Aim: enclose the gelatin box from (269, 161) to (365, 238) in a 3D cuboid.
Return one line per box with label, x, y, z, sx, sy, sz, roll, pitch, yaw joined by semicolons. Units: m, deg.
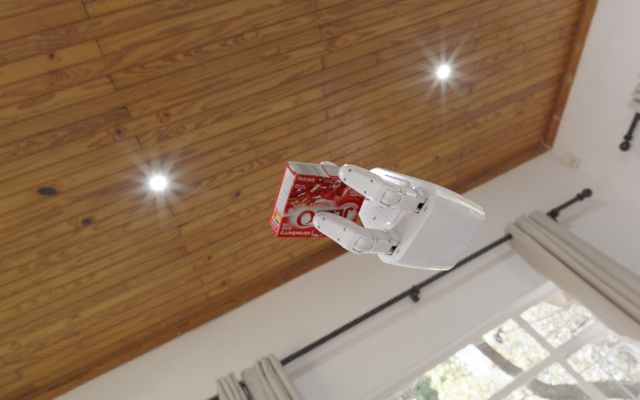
gelatin box;0.000;0.001;0.484;0.089;0.073;0.030;3;31;-29
